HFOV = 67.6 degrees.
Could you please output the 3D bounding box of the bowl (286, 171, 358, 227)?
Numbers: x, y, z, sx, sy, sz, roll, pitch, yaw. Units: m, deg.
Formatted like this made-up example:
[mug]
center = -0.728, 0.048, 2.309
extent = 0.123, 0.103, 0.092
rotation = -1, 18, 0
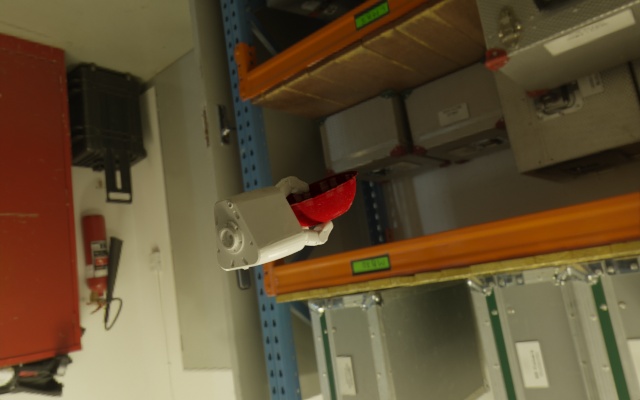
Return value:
[bowl]
center = 0.001, 0.003, 0.847
extent = 0.162, 0.055, 0.162
rotation = -22, 10, 4
